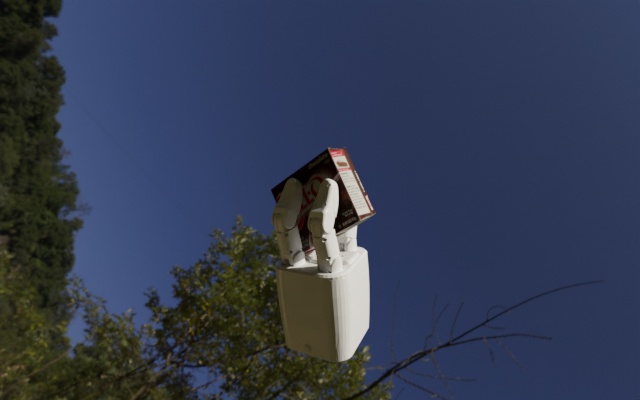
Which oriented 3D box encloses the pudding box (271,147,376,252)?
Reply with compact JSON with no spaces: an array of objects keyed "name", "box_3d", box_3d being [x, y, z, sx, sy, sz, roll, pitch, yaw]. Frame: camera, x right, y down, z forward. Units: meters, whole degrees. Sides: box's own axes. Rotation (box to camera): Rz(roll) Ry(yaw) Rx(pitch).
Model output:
[{"name":"pudding box","box_3d":[0.000,0.002,0.567,0.113,0.090,0.039,-32,-12,38]}]
